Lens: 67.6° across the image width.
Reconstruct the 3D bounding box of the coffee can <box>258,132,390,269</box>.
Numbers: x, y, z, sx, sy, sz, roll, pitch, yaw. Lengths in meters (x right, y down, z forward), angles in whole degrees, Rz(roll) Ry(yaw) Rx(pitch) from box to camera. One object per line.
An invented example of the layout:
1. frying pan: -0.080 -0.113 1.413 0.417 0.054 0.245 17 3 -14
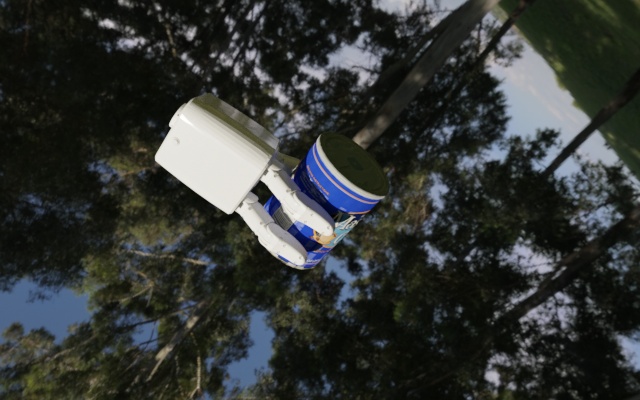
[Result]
1. coffee can: 0.000 0.002 0.582 0.103 0.102 0.140 0 -41 -50
